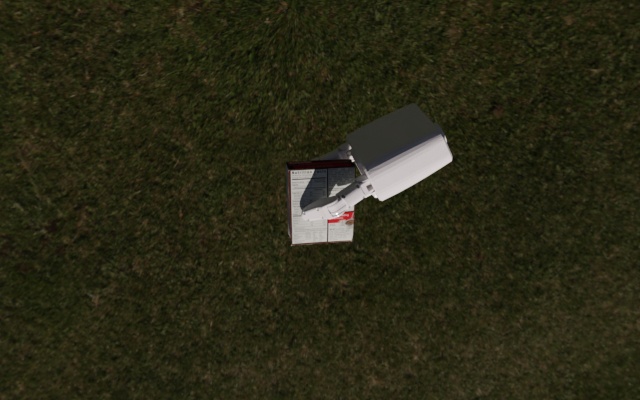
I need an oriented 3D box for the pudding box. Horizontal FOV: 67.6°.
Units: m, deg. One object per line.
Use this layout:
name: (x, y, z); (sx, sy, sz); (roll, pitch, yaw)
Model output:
pudding box: (0.000, 0.002, 0.643); (0.090, 0.113, 0.039); (-3, 20, -7)
